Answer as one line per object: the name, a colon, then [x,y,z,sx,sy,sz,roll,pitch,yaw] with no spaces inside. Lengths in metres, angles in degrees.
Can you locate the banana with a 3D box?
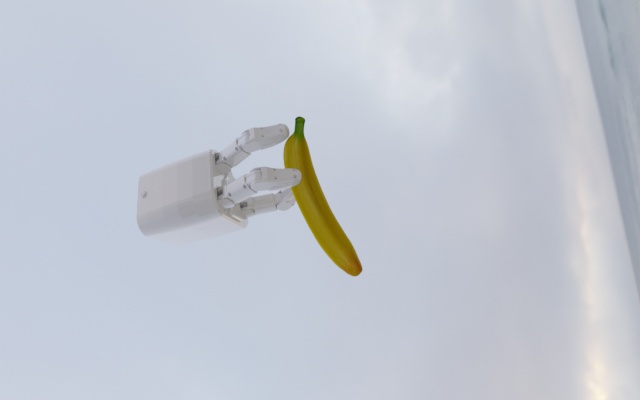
banana: [-0.005,0.002,0.577,0.037,0.198,0.069,-21,-5,-16]
